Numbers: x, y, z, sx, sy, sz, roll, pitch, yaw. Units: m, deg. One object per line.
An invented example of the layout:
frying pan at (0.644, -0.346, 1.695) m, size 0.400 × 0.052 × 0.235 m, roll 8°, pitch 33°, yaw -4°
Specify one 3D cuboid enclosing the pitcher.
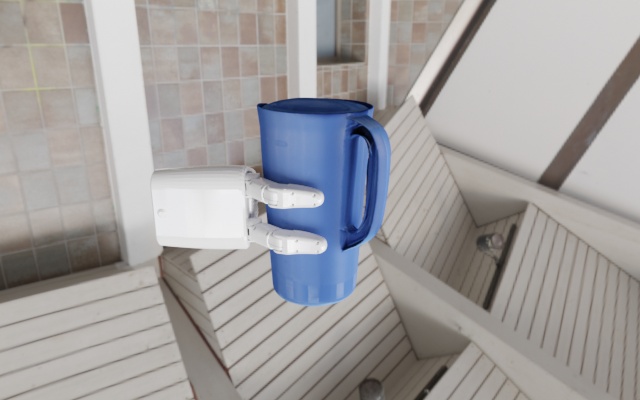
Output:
pitcher at (0.000, 0.002, 0.572) m, size 0.145 × 0.243 × 0.149 m, roll 0°, pitch 19°, yaw 0°
